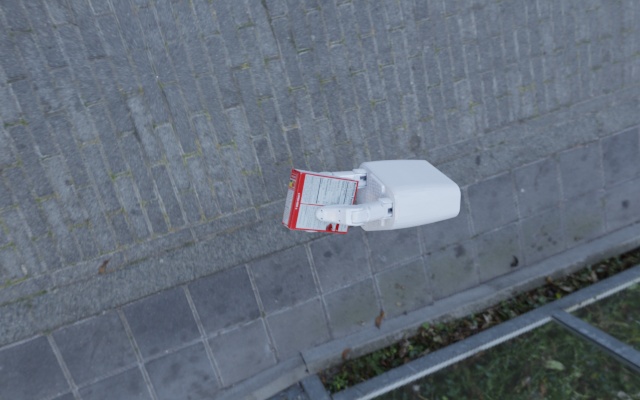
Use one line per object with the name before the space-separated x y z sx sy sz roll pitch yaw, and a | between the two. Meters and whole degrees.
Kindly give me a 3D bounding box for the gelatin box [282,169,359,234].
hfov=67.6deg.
gelatin box | 0.000 0.002 0.616 0.089 0.073 0.030 6 10 -30
